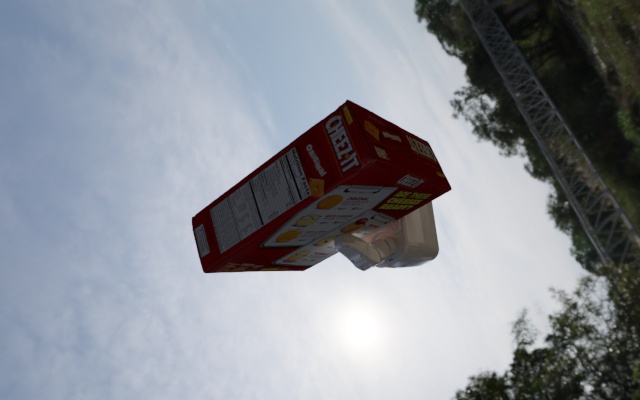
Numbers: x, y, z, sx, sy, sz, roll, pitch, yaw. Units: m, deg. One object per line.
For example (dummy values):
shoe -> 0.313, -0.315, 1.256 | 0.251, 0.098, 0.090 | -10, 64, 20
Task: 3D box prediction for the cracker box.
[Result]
cracker box -> 0.000, 0.002, 0.489 | 0.214, 0.072, 0.164 | -33, -24, 28
